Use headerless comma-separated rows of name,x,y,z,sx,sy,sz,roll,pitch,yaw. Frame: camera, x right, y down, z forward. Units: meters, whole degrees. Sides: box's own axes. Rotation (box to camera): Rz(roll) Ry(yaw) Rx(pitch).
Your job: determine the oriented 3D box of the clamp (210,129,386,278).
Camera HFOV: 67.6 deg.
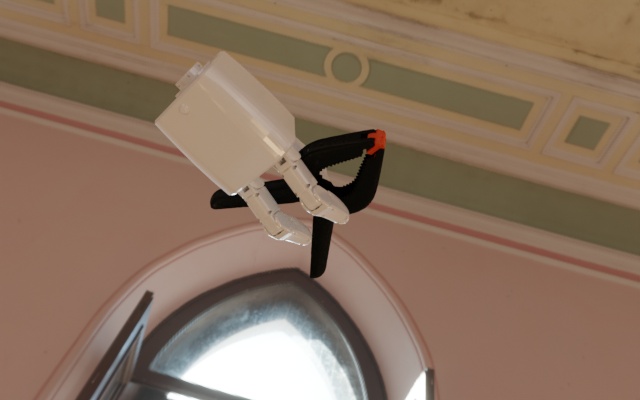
clamp,0.000,0.001,0.527,0.210,0.164,0.036,-33,25,30
